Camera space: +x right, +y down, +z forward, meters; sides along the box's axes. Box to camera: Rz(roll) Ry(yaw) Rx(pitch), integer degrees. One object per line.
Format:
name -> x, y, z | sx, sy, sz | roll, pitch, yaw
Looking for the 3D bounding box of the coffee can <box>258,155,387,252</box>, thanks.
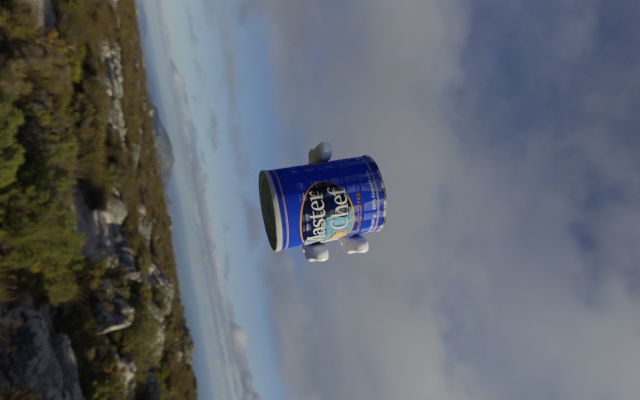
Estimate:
coffee can -> 0.000, 0.002, 0.611 | 0.140, 0.103, 0.103 | -10, 2, -15
